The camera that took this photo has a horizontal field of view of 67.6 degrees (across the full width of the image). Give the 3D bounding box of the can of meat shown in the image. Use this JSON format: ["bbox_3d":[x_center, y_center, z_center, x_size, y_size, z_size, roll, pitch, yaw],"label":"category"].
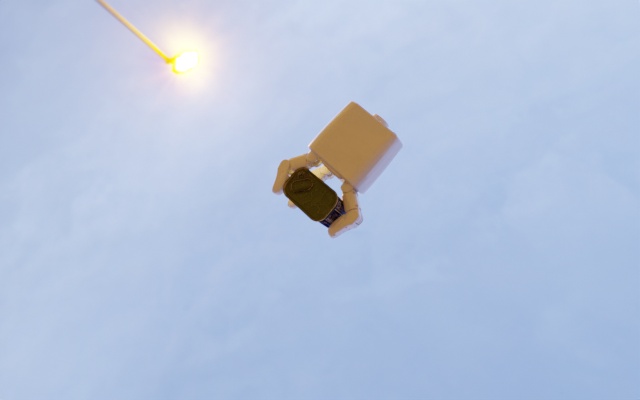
[{"bbox_3d":[0.000,0.003,0.781,0.102,0.057,0.084,40,2,33],"label":"can of meat"}]
